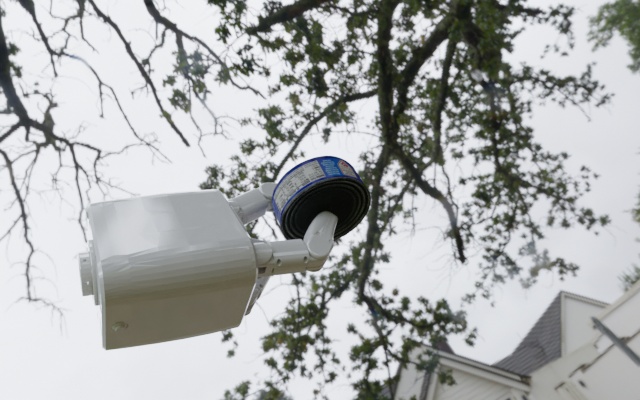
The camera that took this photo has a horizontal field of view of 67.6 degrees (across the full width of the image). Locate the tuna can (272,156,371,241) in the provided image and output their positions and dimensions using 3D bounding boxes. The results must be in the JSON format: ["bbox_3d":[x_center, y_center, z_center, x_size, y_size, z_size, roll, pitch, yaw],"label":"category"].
[{"bbox_3d":[0.000,0.001,0.434,0.086,0.086,0.033,0,44,-29],"label":"tuna can"}]
